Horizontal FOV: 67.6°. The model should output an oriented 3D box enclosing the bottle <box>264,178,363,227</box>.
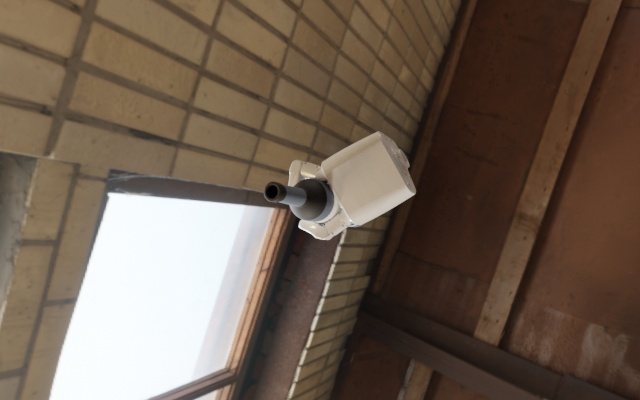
[{"bbox_3d":[0.000,0.003,0.773,0.069,0.069,0.296,0,-6,26],"label":"bottle"}]
